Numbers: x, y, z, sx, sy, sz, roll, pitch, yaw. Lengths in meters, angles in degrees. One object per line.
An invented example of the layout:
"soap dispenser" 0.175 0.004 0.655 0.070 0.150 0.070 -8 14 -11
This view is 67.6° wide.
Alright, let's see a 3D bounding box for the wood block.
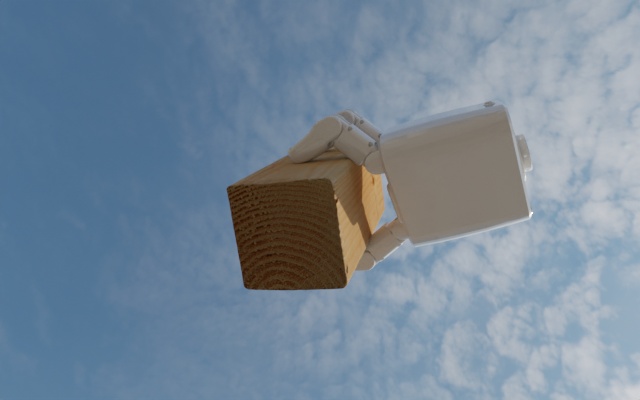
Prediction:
"wood block" 0.001 0.002 0.464 0.090 0.091 0.206 -4 14 17
